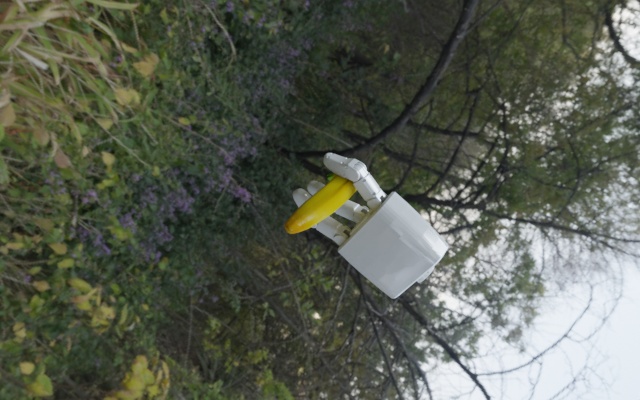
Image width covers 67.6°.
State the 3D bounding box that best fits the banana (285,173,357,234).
[{"bbox_3d":[0.015,-0.008,0.654,0.070,0.037,0.197,-33,7,28],"label":"banana"}]
